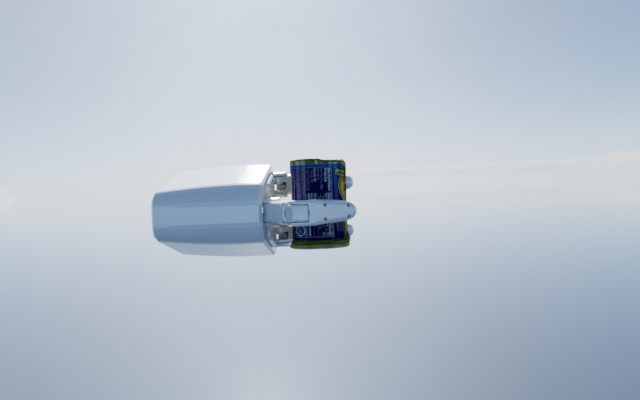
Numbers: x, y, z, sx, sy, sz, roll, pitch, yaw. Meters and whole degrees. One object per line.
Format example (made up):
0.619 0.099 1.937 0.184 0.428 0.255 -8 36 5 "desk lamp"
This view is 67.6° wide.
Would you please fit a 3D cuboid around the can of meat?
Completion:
0.000 0.001 0.486 0.057 0.084 0.102 -2 1 5 "can of meat"
